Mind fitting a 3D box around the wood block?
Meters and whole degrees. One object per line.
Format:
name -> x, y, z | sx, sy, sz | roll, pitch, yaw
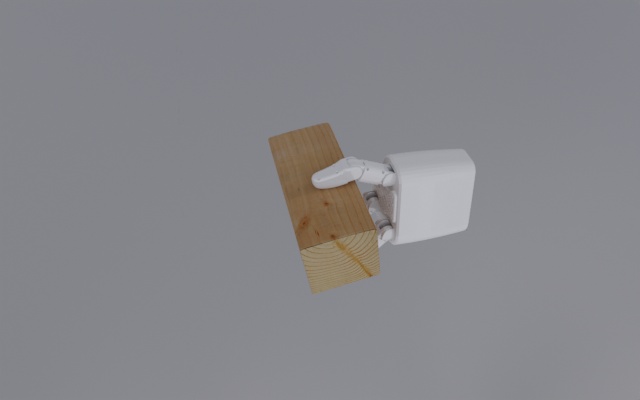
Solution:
wood block -> 0.000, 0.002, 0.619 | 0.090, 0.091, 0.206 | -16, 46, -5
